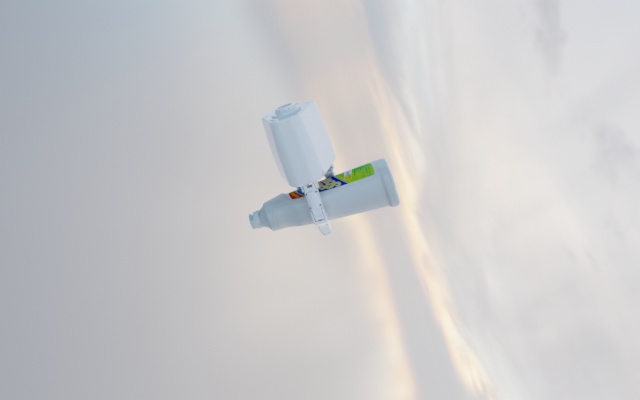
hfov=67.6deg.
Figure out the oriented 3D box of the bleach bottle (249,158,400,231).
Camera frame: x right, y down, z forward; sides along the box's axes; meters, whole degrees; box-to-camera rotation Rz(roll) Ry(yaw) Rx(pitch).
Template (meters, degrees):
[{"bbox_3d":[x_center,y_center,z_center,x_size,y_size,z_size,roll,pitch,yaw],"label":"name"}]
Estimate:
[{"bbox_3d":[0.000,0.003,0.803,0.251,0.068,0.102,-17,21,7],"label":"bleach bottle"}]
